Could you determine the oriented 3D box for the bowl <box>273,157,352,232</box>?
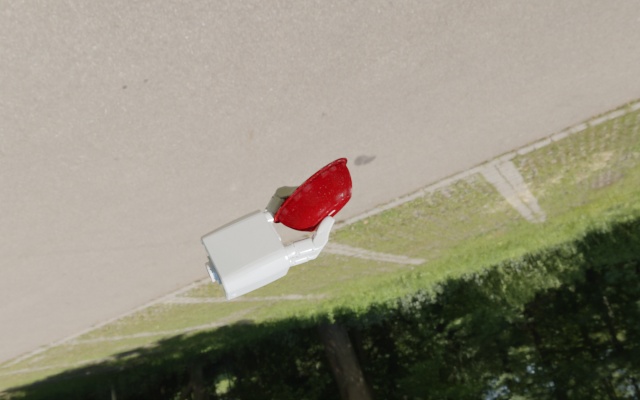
[{"bbox_3d":[0.001,0.002,0.794,0.162,0.055,0.162,-40,-10,-8],"label":"bowl"}]
